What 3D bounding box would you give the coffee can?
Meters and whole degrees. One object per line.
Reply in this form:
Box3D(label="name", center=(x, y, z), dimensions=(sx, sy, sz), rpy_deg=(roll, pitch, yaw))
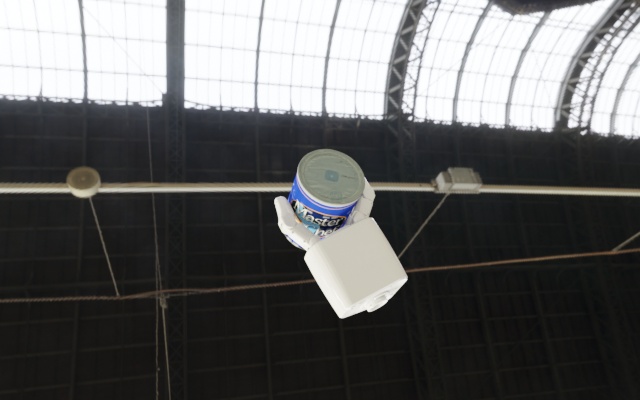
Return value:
Box3D(label="coffee can", center=(0.000, 0.002, 0.754), dimensions=(0.103, 0.102, 0.140), rpy_deg=(0, -34, -17))
